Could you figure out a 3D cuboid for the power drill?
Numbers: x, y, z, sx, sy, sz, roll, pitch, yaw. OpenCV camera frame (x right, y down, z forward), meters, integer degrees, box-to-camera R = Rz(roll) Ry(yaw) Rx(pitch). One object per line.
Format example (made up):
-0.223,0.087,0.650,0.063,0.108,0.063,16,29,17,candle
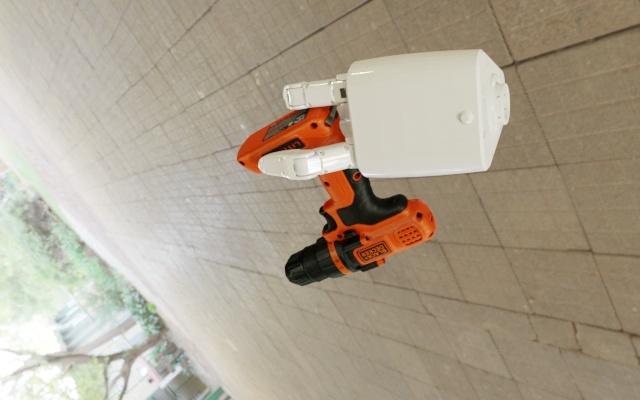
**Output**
0.000,0.001,0.496,0.184,0.188,0.057,-26,28,23,power drill
